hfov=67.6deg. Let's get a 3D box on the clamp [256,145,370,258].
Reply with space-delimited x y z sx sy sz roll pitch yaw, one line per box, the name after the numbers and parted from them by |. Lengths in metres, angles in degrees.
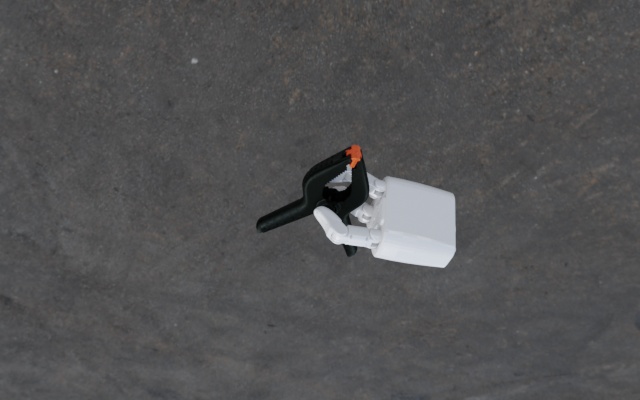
0.000 0.003 0.685 0.164 0.036 0.210 11 -44 -9 | clamp
